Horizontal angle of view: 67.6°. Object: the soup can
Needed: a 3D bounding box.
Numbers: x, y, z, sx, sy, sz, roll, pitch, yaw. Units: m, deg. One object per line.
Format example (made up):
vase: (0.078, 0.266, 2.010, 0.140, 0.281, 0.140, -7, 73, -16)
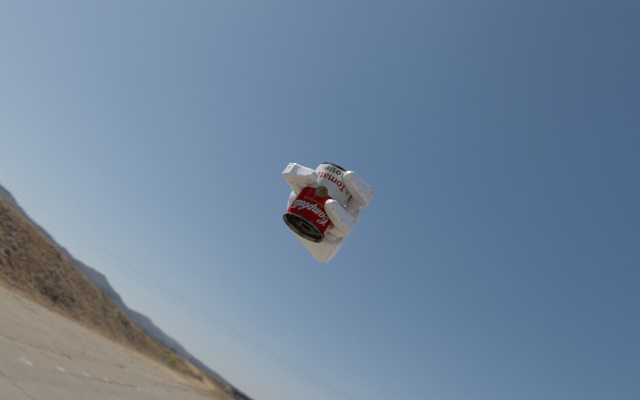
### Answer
soup can: (0.000, 0.002, 0.707, 0.068, 0.102, 0.068, 28, -25, 14)
